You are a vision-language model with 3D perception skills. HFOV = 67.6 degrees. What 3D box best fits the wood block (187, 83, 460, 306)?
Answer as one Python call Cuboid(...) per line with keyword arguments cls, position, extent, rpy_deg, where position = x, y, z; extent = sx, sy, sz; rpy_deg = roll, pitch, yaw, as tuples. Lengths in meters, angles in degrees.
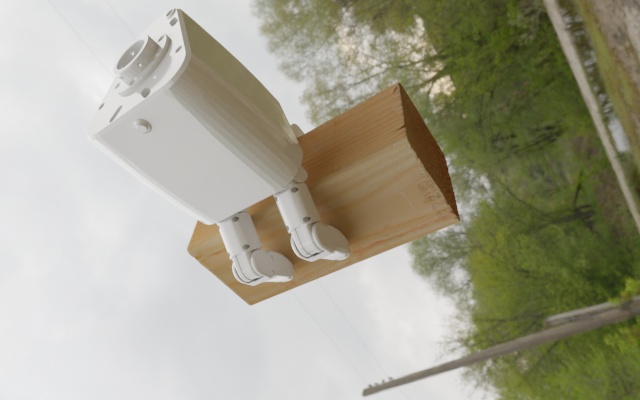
Cuboid(cls="wood block", position=(0.000, 0.001, 0.411), extent=(0.206, 0.090, 0.090), rpy_deg=(-25, -56, 24))
